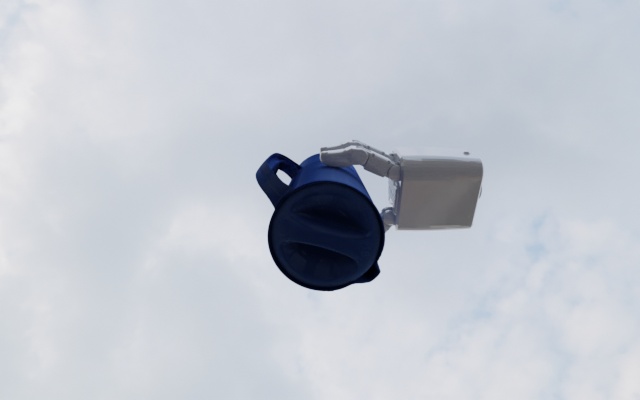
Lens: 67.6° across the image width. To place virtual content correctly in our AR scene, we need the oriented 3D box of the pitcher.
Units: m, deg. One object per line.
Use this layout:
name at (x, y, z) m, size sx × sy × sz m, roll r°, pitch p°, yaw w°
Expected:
pitcher at (0.000, 0.002, 0.643) m, size 0.145 × 0.149 × 0.242 m, roll -3°, pitch 17°, yaw 1°
